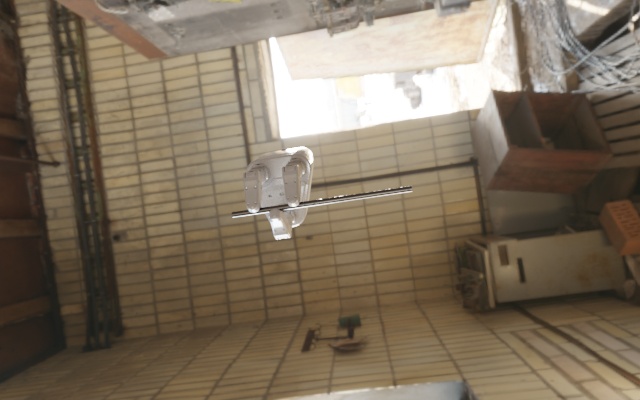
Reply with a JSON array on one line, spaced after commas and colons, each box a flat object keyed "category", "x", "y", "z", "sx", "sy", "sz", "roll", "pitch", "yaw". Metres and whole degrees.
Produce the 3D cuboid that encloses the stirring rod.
[{"category": "stirring rod", "x": 0.000, "y": 0.002, "z": 0.632, "sx": 0.239, "sy": 0.011, "sz": 0.011, "roll": -8, "pitch": -1, "yaw": 5}]
